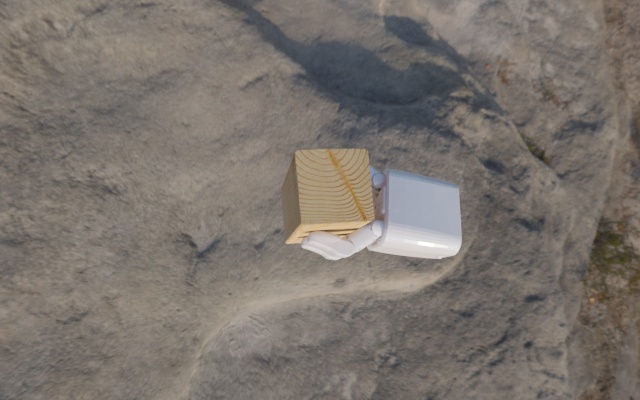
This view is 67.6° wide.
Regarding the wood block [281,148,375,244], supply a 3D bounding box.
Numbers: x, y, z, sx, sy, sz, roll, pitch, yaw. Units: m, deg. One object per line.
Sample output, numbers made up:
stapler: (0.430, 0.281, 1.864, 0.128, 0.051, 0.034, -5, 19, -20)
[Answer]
wood block: (0.000, 0.002, 0.654, 0.090, 0.091, 0.206, -3, -11, -10)
